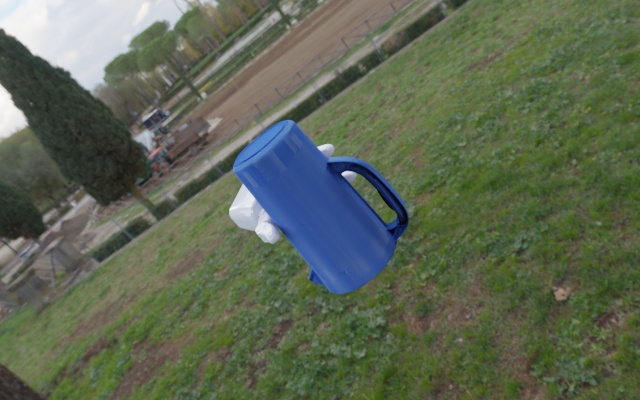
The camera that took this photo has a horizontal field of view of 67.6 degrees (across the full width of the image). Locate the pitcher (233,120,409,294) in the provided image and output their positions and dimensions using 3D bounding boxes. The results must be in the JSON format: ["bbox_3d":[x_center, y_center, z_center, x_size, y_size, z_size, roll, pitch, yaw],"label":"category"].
[{"bbox_3d":[0.000,0.002,0.683,0.149,0.243,0.145,-49,22,-22],"label":"pitcher"}]
